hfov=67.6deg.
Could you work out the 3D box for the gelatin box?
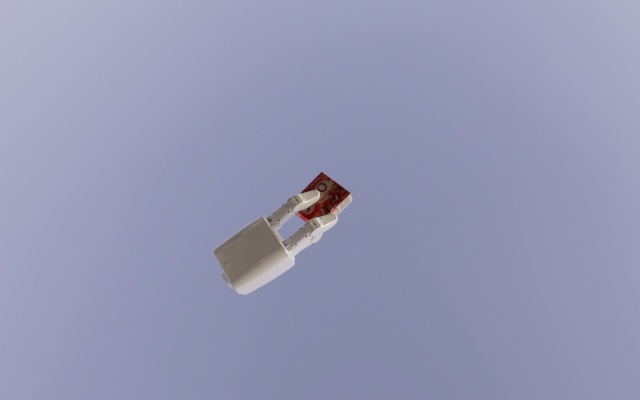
[{"bbox_3d":[0.000,0.003,0.844,0.073,0.089,0.030,38,-17,27],"label":"gelatin box"}]
